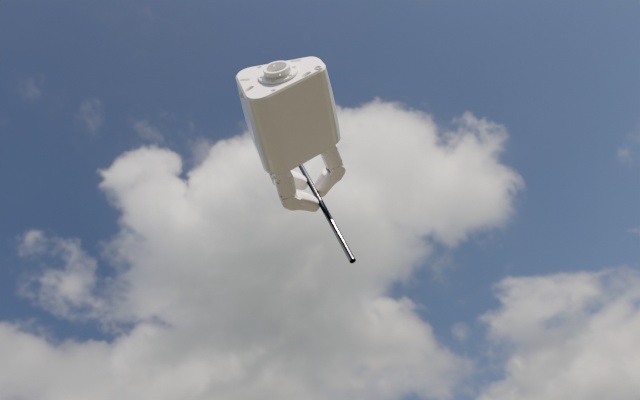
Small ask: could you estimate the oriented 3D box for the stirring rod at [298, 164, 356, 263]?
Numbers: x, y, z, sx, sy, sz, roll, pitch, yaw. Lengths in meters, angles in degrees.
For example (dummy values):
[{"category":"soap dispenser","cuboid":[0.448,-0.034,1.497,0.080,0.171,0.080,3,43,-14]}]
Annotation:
[{"category":"stirring rod","cuboid":[0.000,0.002,0.655,0.011,0.011,0.239,0,35,-23]}]
